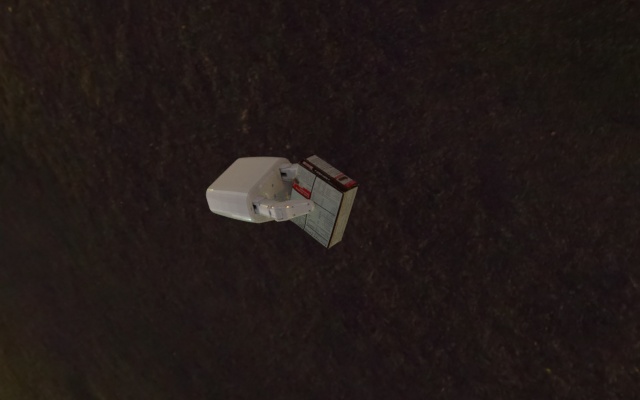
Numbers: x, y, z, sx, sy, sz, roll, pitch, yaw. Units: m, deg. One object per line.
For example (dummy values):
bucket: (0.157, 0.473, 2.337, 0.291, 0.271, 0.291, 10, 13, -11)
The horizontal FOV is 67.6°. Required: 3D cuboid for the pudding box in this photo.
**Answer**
pudding box: (0.000, 0.002, 0.700, 0.090, 0.114, 0.039, 35, 44, 23)
